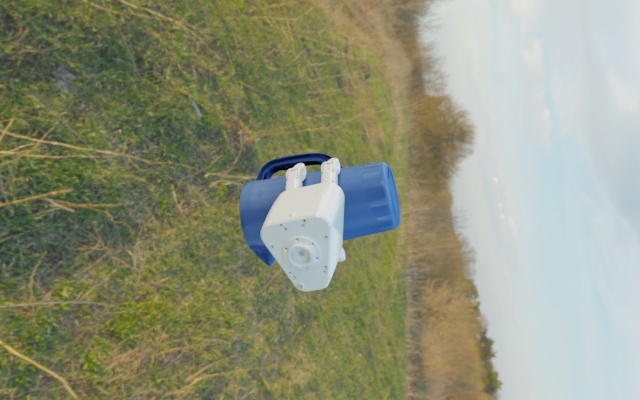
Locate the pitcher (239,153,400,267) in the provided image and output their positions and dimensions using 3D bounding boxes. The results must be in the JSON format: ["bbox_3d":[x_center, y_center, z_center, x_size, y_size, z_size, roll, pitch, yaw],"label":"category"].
[{"bbox_3d":[0.000,0.003,0.782,0.243,0.149,0.145,-11,18,14],"label":"pitcher"}]
